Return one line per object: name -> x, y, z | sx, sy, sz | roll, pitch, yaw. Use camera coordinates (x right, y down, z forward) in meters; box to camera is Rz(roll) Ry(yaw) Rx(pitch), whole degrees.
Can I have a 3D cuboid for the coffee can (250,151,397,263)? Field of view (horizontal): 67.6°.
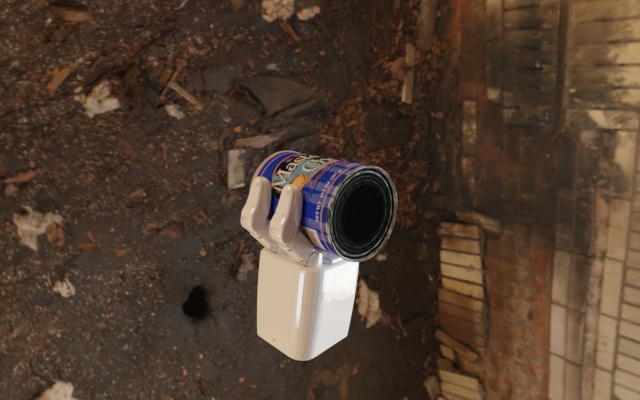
coffee can -> 0.000, 0.002, 0.542 | 0.103, 0.103, 0.140 | 0, 10, -42
